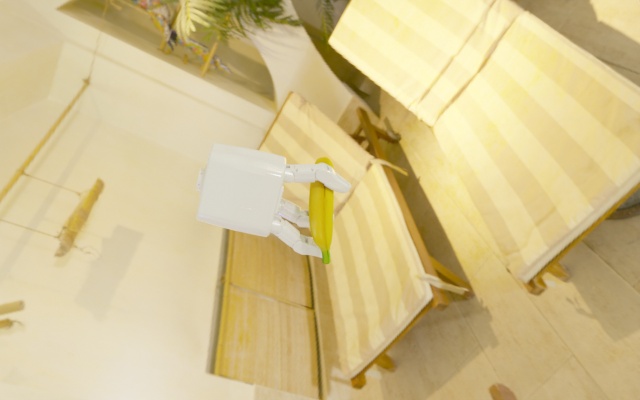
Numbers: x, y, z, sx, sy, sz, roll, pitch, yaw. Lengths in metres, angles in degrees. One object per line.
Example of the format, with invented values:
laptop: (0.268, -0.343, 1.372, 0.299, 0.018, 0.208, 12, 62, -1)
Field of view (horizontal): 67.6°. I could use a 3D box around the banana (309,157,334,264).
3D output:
banana: (0.001, -0.006, 0.724, 0.037, 0.197, 0.070, 3, -36, -2)
